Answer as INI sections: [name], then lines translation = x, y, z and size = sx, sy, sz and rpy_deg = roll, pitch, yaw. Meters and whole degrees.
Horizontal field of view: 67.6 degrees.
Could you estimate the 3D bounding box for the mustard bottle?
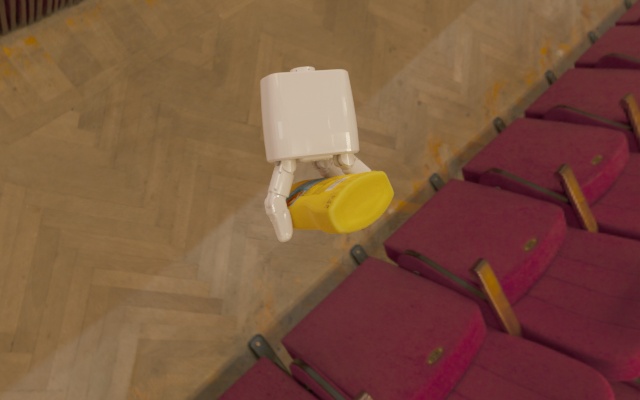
[mustard bottle]
translation = 0.000, 0.002, 0.620
size = 0.096, 0.058, 0.191
rpy_deg = -36, 17, -27
